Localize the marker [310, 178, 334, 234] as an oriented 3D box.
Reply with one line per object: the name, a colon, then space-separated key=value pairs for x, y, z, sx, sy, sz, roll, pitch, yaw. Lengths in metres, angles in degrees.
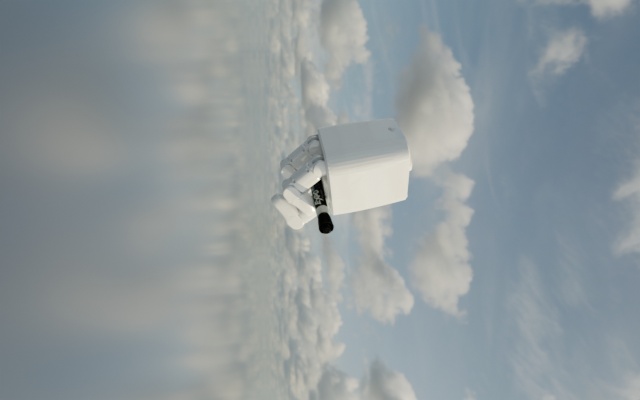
marker: x=0.000 y=0.002 z=0.621 sx=0.020 sy=0.020 sz=0.121 roll=0 pitch=35 yaw=-9
